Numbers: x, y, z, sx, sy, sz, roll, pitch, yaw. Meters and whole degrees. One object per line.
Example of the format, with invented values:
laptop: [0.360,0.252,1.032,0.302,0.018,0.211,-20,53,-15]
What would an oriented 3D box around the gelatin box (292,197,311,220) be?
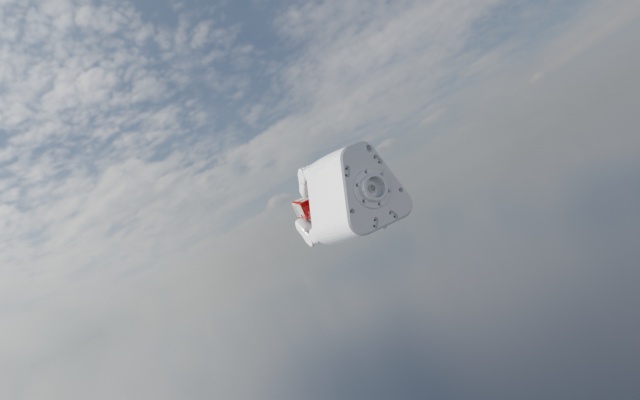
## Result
gelatin box: [0.000,0.002,0.726,0.073,0.030,0.089,-23,5,-10]
